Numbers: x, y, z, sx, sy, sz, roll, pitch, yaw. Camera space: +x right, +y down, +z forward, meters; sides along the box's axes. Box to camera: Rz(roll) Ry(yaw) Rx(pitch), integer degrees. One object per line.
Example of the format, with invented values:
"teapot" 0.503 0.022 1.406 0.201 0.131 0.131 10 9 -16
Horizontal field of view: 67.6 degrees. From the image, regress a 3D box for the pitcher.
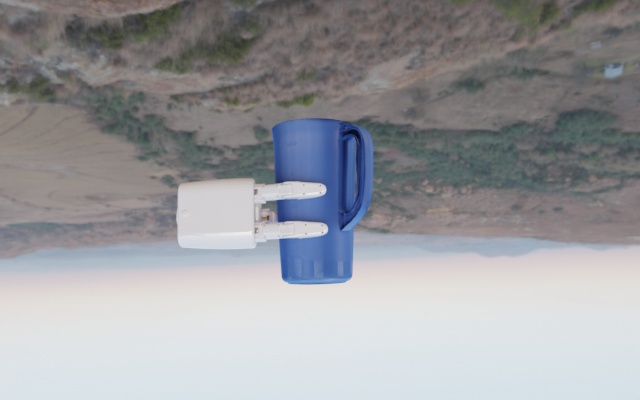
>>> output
"pitcher" 0.000 0.002 0.723 0.145 0.243 0.149 -1 -6 -4
